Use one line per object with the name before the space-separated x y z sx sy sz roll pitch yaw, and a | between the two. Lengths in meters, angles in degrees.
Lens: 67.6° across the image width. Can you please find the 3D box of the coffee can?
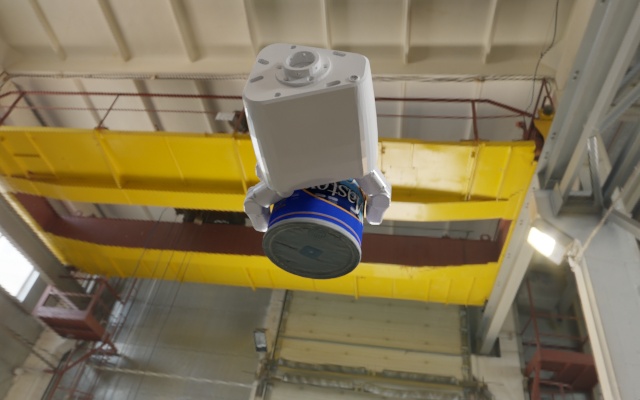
coffee can | 0.000 0.002 0.534 0.103 0.140 0.103 6 -40 5
